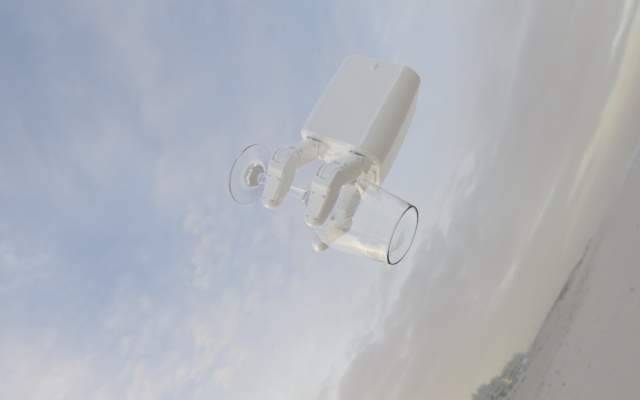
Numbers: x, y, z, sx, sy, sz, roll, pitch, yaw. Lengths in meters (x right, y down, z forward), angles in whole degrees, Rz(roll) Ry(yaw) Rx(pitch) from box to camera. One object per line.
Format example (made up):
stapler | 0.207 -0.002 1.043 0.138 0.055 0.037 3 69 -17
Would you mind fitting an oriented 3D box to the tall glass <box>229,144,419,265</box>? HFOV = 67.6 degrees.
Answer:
tall glass | -0.001 0.002 0.508 0.201 0.079 0.079 22 11 30
